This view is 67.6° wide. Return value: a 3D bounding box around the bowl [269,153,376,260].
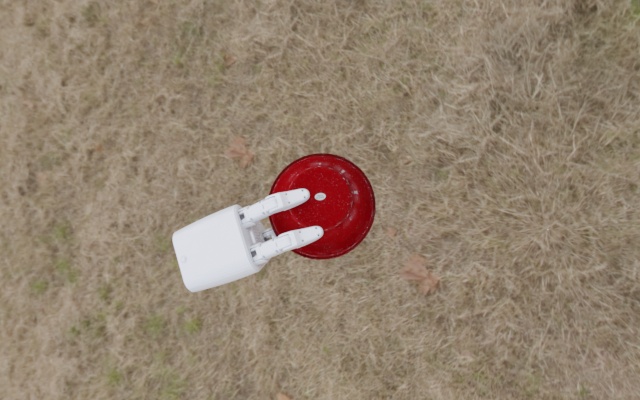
[{"bbox_3d":[0.001,0.001,0.685,0.162,0.162,0.055,0,-12,3],"label":"bowl"}]
